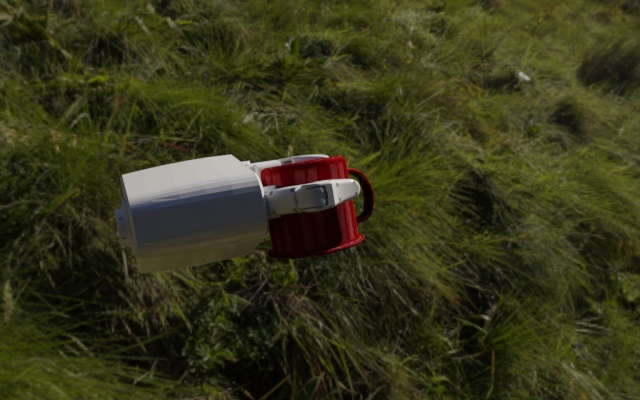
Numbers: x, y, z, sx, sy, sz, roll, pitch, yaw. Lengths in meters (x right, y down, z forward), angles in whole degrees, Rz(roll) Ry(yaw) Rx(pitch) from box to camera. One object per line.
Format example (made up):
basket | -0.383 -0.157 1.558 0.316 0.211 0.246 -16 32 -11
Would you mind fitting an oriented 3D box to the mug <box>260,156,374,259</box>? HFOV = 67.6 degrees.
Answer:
mug | 0.001 0.001 0.454 0.117 0.081 0.093 -12 6 -24
